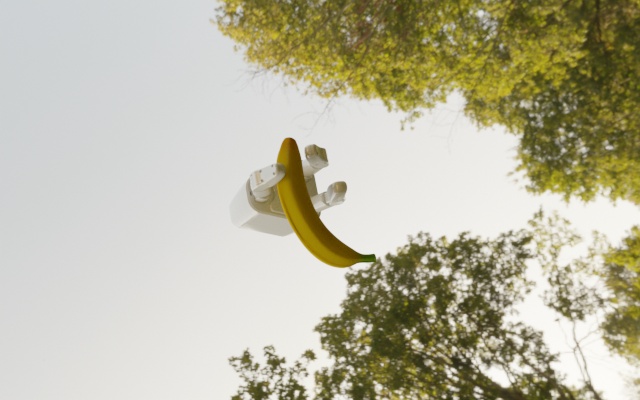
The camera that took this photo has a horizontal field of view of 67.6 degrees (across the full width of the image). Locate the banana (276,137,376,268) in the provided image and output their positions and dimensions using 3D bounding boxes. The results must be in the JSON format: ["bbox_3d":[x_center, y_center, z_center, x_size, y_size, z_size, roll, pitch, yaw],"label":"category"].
[{"bbox_3d":[-0.012,0.013,0.609,0.069,0.198,0.037,-32,-4,-29],"label":"banana"}]
